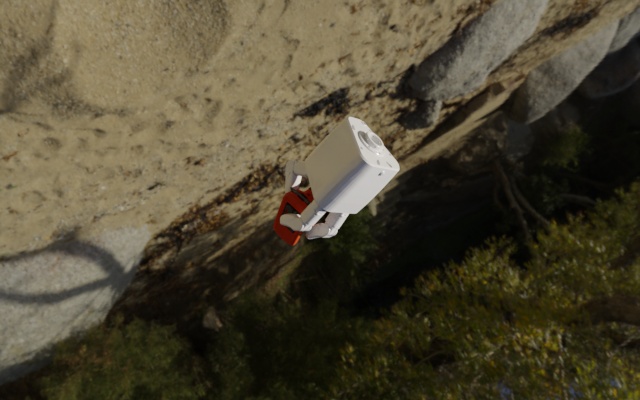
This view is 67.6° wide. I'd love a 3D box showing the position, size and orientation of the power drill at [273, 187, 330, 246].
[{"bbox_3d":[0.000,0.003,0.862,0.057,0.185,0.187,39,47,16],"label":"power drill"}]
